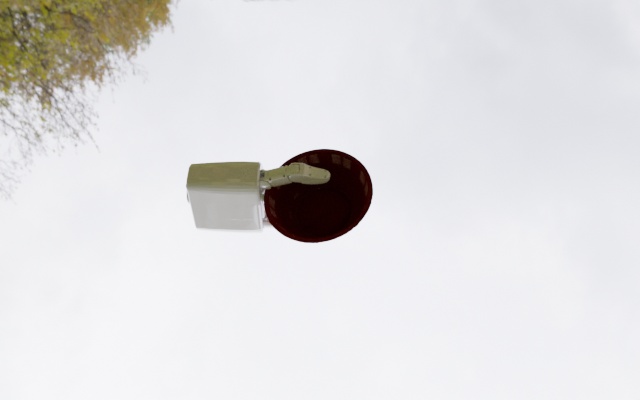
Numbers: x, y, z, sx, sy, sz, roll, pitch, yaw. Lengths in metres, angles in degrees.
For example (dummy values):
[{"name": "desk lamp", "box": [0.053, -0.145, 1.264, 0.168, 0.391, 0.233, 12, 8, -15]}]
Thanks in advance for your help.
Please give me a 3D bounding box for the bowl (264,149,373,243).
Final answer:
[{"name": "bowl", "box": [0.001, 0.003, 0.711, 0.162, 0.162, 0.055, 0, -32, 13]}]
